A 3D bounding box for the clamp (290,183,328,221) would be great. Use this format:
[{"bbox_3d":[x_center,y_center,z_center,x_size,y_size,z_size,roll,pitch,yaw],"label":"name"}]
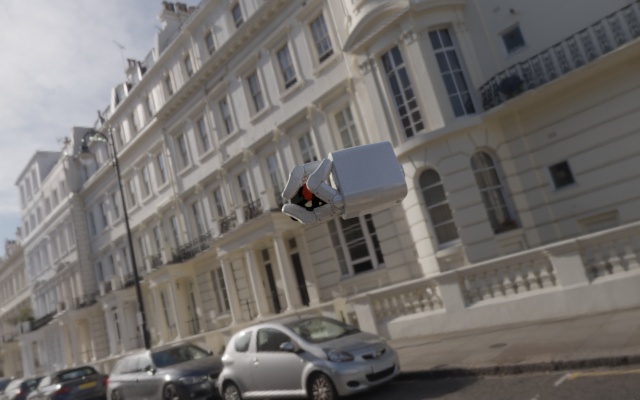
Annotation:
[{"bbox_3d":[0.000,0.002,0.868,0.120,0.039,0.171,-14,-12,-4],"label":"clamp"}]
